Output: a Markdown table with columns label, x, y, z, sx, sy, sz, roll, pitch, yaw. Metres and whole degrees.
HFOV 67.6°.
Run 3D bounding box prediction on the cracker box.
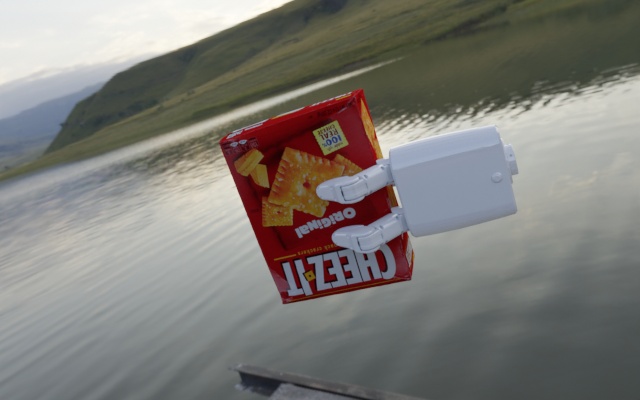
| label | x | y | z | sx | sy | sz | roll | pitch | yaw |
| --- | --- | --- | --- | --- | --- | --- | --- | --- | --- |
| cracker box | 0.000 | 0.002 | 0.549 | 0.164 | 0.214 | 0.072 | -14 | 15 | 18 |
